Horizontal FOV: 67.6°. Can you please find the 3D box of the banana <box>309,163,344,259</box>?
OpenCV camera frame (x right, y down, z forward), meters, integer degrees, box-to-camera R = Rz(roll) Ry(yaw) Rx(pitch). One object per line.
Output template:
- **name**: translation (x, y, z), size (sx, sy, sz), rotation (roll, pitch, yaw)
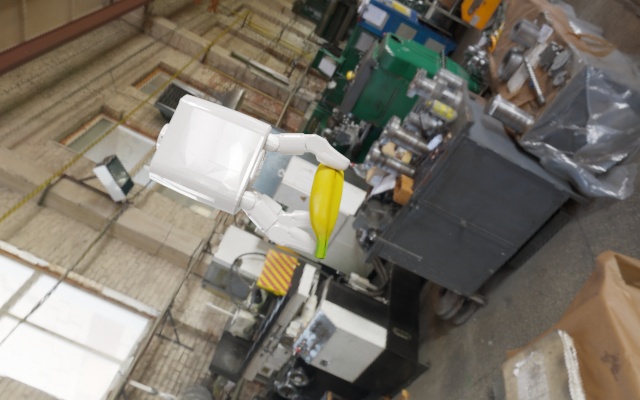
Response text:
- **banana**: translation (0.006, -0.012, 0.590), size (0.037, 0.070, 0.197), rotation (18, 29, -4)
